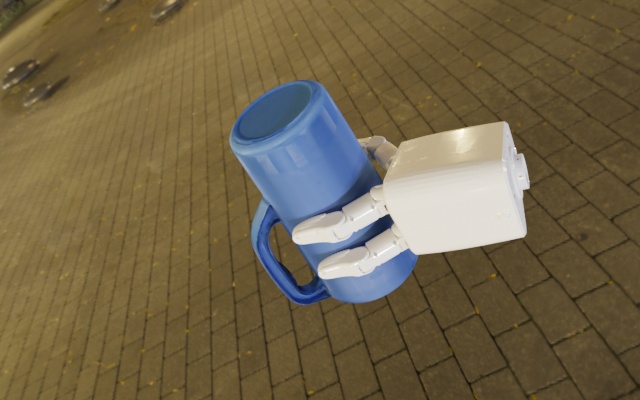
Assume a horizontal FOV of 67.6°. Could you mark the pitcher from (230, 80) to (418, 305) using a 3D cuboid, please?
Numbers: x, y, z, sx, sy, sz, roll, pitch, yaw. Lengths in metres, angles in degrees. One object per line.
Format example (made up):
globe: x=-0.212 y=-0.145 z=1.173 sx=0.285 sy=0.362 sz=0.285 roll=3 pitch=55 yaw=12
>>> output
pitcher: x=0.000 y=0.002 z=0.524 sx=0.145 sy=0.149 sz=0.243 roll=-9 pitch=-47 yaw=29
